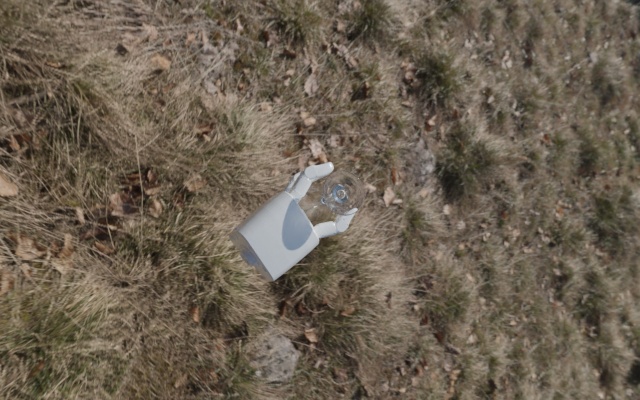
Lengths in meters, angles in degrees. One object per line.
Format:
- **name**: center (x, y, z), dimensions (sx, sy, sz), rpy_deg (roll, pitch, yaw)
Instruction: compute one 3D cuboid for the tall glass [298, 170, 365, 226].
- **tall glass**: center (0.001, 0.003, 0.854), dimensions (0.079, 0.079, 0.201), rpy_deg (0, -9, -22)
